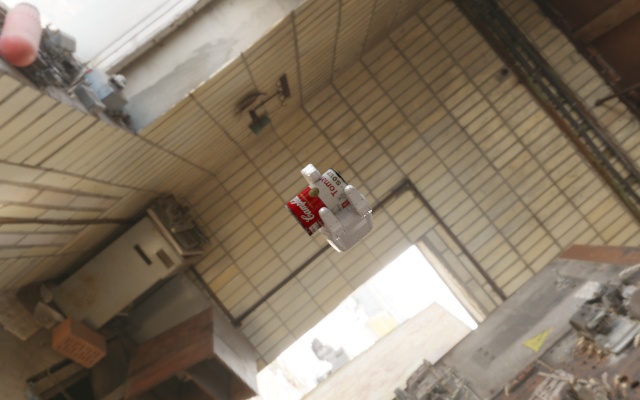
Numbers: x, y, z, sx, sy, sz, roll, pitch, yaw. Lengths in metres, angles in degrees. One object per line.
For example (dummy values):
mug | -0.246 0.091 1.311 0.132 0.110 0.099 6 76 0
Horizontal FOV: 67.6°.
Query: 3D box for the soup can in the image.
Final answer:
soup can | 0.000 0.002 0.802 0.102 0.068 0.068 -39 3 -4
